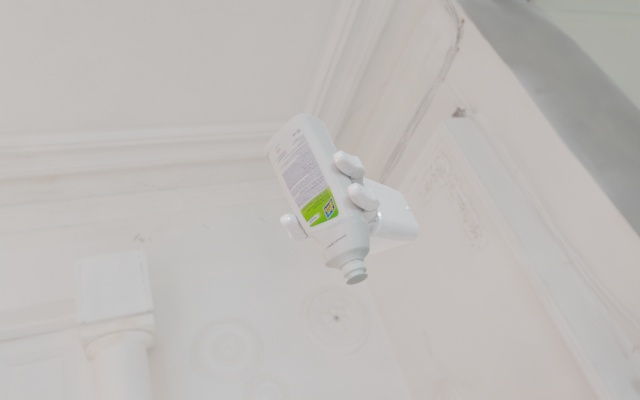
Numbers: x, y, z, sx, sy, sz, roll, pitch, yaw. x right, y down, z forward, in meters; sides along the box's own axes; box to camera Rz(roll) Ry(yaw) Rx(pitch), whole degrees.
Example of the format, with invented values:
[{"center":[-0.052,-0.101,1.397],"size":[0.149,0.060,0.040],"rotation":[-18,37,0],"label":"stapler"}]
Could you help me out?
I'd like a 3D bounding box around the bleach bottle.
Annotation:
[{"center":[0.000,0.002,0.656],"size":[0.068,0.250,0.102],"rotation":[14,-46,-44],"label":"bleach bottle"}]
